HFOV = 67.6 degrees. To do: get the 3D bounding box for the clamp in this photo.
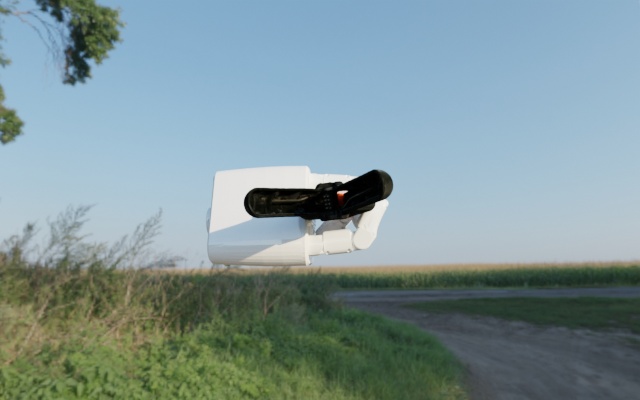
[{"bbox_3d":[0.000,0.001,0.445,0.120,0.039,0.171,-2,-8,3],"label":"clamp"}]
